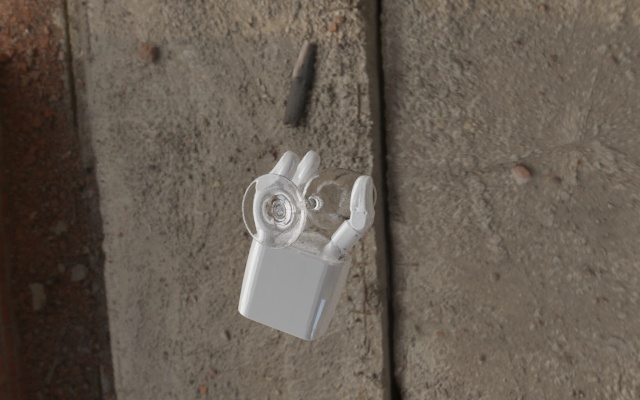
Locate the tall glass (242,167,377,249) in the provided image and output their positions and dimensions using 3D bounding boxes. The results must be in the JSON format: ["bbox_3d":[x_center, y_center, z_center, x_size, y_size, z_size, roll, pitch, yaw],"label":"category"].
[{"bbox_3d":[0.000,0.002,0.551,0.079,0.079,0.201,0,6,28],"label":"tall glass"}]
